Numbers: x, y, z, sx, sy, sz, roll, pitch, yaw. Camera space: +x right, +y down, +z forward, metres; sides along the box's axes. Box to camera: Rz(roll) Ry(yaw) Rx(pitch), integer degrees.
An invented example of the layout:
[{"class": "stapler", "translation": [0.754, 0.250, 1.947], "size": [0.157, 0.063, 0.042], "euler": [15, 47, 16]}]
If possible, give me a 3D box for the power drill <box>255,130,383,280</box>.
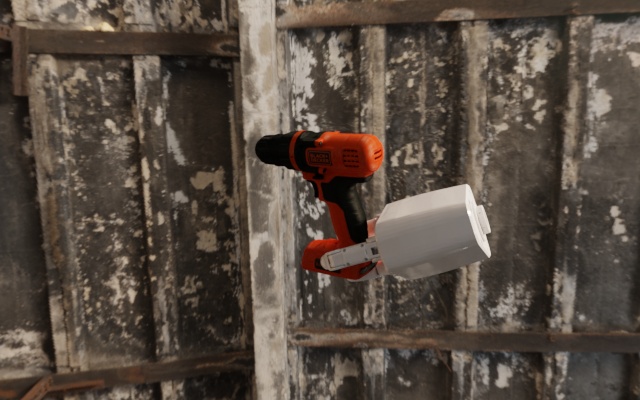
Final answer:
[{"class": "power drill", "translation": [0.000, 0.002, 0.616], "size": [0.184, 0.188, 0.057], "euler": [7, 27, 37]}]
